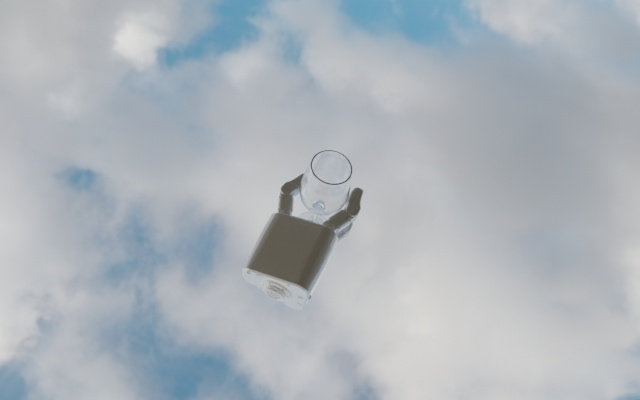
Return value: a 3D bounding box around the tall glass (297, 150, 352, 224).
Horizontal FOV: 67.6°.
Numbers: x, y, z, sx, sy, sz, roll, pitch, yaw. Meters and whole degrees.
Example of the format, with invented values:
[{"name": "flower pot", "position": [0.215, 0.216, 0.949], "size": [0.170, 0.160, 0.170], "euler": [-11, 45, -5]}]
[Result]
[{"name": "tall glass", "position": [0.000, 0.003, 0.775], "size": [0.079, 0.079, 0.201], "euler": [0, -31, -11]}]
